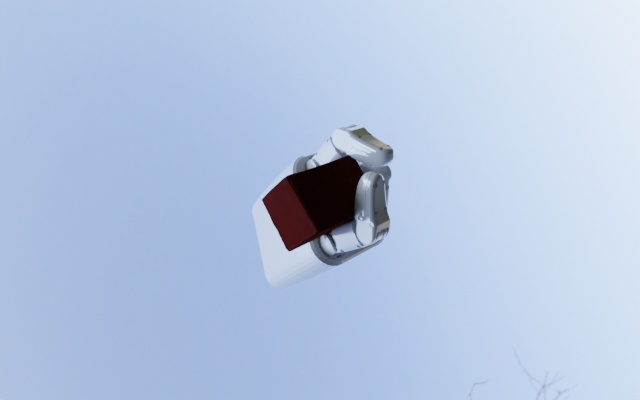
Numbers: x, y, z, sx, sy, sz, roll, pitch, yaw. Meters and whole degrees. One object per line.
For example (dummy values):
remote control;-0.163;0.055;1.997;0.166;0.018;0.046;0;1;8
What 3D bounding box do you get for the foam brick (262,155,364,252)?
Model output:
foam brick;0.000;0.001;0.409;0.078;0.053;0.051;-22;-9;-40
